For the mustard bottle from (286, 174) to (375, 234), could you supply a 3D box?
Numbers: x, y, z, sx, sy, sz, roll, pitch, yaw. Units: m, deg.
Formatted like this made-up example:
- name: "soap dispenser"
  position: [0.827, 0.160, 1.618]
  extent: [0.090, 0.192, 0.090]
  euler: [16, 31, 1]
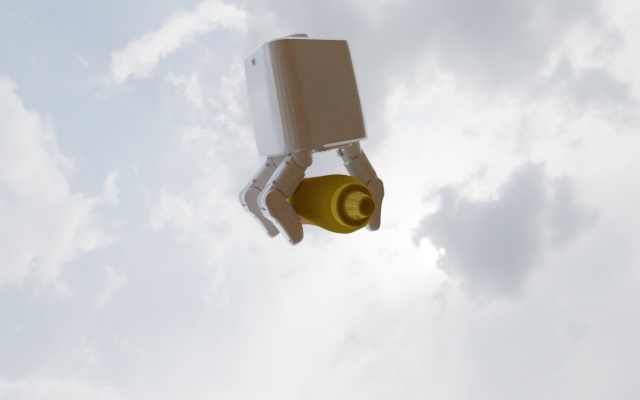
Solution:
- name: "mustard bottle"
  position: [0.000, 0.002, 0.506]
  extent: [0.096, 0.058, 0.191]
  euler: [13, -5, -25]
